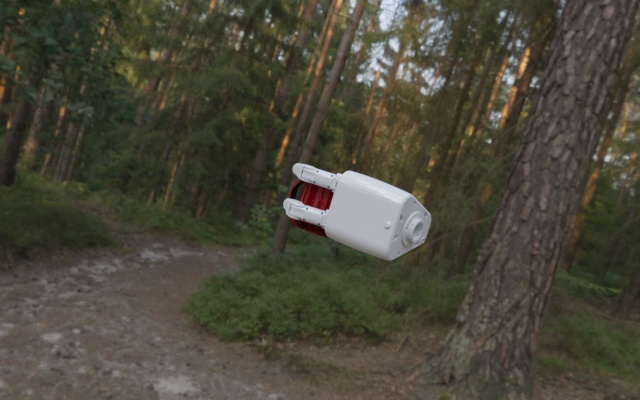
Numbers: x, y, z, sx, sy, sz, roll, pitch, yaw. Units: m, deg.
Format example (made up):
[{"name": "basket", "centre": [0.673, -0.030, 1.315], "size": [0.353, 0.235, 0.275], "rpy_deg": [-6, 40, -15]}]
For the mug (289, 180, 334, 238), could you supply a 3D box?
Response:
[{"name": "mug", "centre": [-0.001, 0.002, 0.743], "size": [0.117, 0.081, 0.093], "rpy_deg": [22, 9, 35]}]
